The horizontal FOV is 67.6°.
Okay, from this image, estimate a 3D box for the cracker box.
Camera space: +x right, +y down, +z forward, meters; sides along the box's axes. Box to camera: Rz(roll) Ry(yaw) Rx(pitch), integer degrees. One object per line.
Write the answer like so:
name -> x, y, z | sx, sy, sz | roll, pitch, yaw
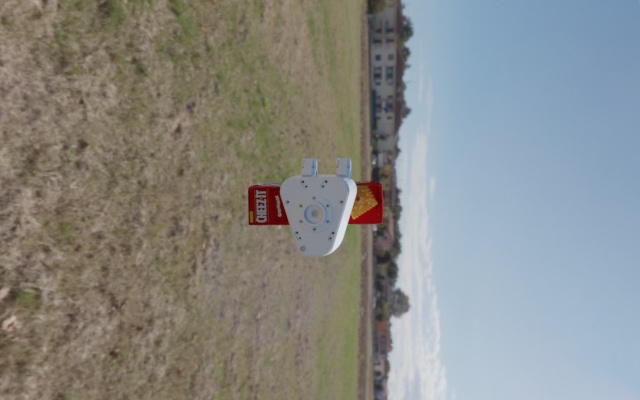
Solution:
cracker box -> 0.000, 0.003, 0.823 | 0.214, 0.072, 0.164 | 0, 2, 7
